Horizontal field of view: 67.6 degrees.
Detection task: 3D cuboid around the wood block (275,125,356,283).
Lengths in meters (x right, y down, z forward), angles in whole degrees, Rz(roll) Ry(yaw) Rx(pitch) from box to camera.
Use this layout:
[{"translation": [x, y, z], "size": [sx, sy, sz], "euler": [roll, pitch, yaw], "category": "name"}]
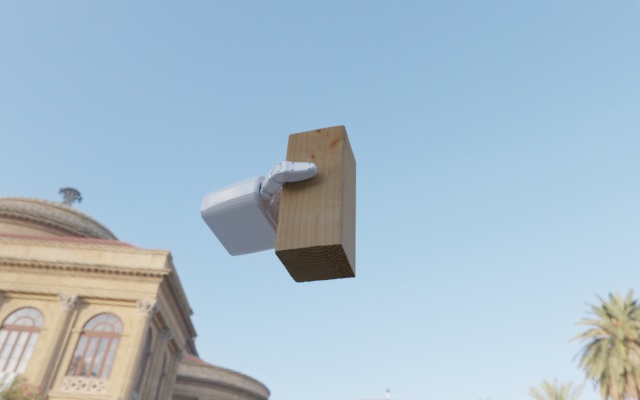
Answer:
[{"translation": [0.000, 0.002, 0.684], "size": [0.090, 0.206, 0.091], "euler": [-8, -37, 14], "category": "wood block"}]
